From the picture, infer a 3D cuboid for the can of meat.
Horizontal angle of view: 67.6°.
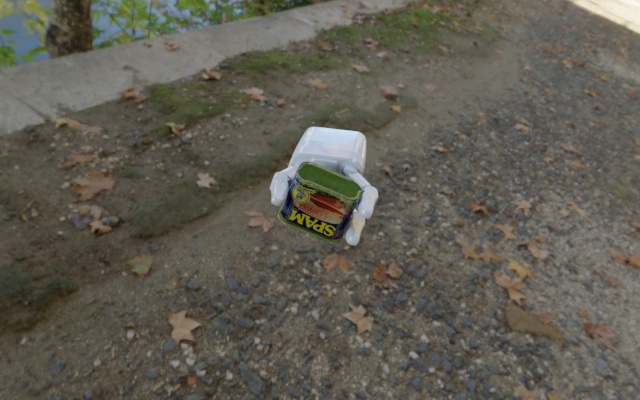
[{"bbox_3d":[0.000,0.002,0.689,0.102,0.084,0.057,23,35,-1],"label":"can of meat"}]
